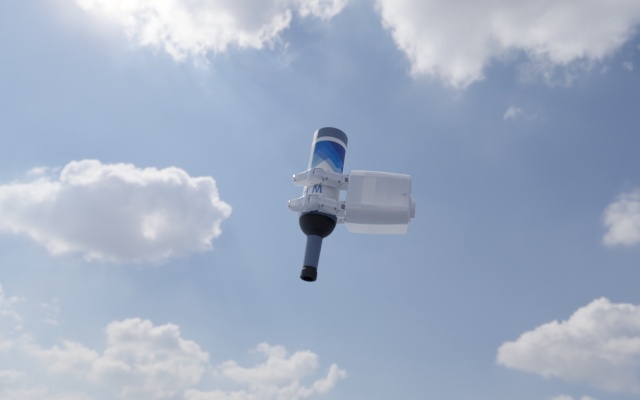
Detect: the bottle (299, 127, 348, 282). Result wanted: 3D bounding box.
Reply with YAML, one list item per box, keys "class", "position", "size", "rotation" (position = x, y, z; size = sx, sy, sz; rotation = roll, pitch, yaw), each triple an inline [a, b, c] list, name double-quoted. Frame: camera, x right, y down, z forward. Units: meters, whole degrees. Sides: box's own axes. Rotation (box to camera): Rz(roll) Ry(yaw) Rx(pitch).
- class: "bottle"
  position: [0.000, 0.003, 0.844]
  size: [0.069, 0.295, 0.069]
  rotation: [7, -32, 4]
